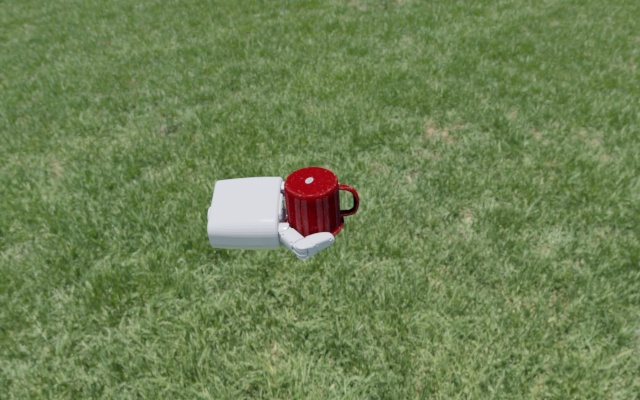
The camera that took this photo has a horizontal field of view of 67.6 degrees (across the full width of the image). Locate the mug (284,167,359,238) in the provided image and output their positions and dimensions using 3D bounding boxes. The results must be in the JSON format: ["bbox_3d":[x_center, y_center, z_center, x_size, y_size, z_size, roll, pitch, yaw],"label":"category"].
[{"bbox_3d":[0.002,0.002,0.721,0.117,0.082,0.093,-2,37,3],"label":"mug"}]
